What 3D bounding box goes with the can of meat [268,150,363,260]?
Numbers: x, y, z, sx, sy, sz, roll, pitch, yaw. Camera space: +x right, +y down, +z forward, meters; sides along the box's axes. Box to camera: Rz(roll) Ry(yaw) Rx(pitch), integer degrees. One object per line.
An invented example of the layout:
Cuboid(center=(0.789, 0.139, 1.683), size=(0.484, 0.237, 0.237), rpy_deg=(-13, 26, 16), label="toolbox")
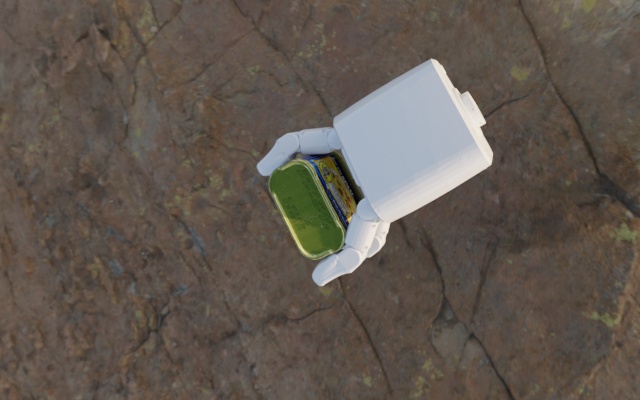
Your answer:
Cuboid(center=(0.000, 0.002, 0.485), size=(0.057, 0.102, 0.084), rpy_deg=(-27, 1, 23), label="can of meat")
